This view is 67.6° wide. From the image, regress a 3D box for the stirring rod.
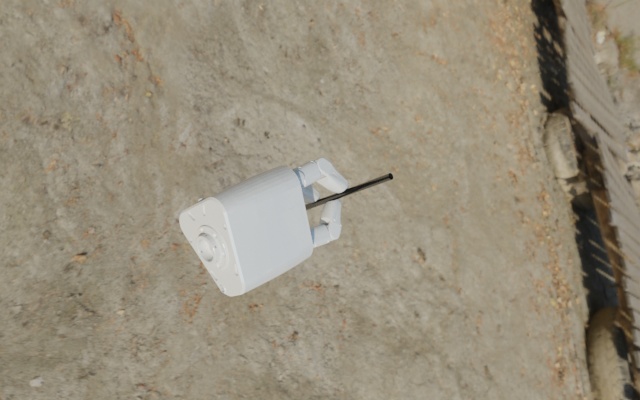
[{"bbox_3d":[0.000,0.002,0.624,0.011,0.011,0.239,0,-14,-43],"label":"stirring rod"}]
